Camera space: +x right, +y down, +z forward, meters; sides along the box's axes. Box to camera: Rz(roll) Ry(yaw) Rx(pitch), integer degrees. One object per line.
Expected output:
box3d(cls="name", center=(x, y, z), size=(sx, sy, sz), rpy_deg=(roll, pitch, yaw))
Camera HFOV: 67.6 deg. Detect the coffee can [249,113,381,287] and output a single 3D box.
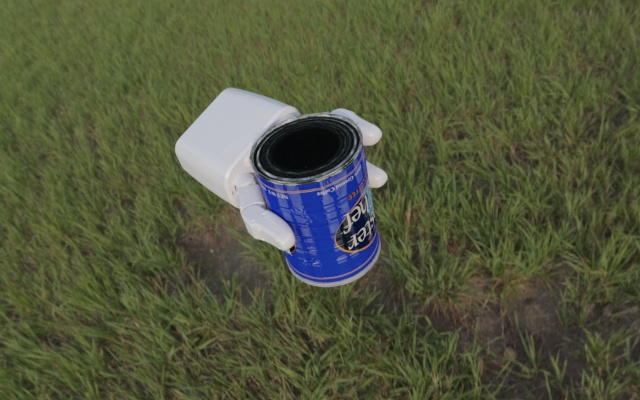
box3d(cls="coffee can", center=(0.000, 0.002, 0.467), size=(0.103, 0.140, 0.102), rpy_deg=(-8, 42, 7))
